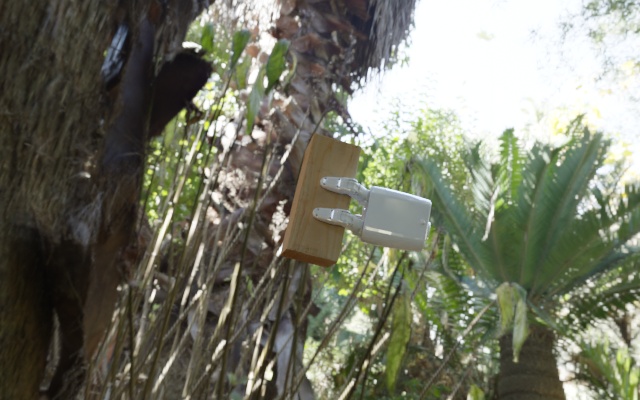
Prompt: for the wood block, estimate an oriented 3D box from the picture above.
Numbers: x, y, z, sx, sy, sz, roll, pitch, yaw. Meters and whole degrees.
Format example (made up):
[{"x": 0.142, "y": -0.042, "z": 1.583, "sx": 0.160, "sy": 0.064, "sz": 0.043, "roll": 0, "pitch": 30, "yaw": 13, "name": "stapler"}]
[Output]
[{"x": 0.000, "y": 0.003, "z": 0.833, "sx": 0.090, "sy": 0.206, "sz": 0.091, "roll": 15, "pitch": -17, "yaw": -7, "name": "wood block"}]
